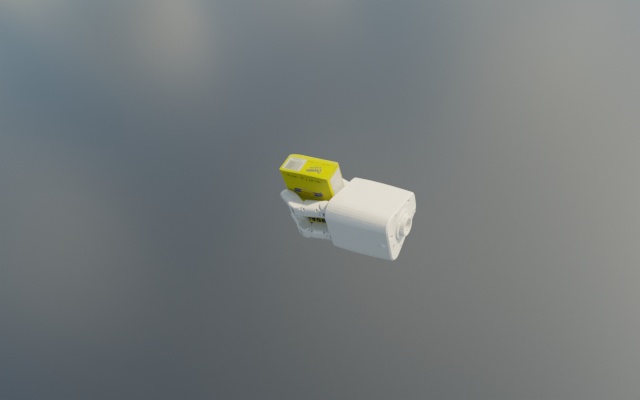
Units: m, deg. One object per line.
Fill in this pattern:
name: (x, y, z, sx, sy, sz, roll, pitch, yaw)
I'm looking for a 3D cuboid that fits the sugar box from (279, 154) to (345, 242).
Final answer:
sugar box: (0.000, 0.003, 0.816, 0.093, 0.048, 0.176, 14, -37, 29)
